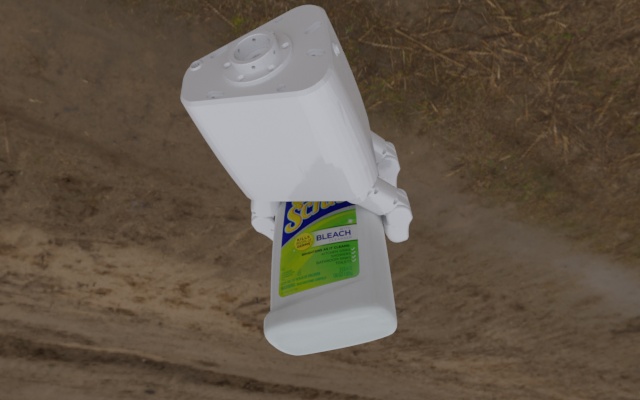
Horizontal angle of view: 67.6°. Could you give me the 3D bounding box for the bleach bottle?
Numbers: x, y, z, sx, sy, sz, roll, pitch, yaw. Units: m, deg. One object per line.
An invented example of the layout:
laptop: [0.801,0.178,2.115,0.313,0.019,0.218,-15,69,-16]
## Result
bleach bottle: [0.000,0.001,0.432,0.102,0.250,0.068,-16,-38,12]
